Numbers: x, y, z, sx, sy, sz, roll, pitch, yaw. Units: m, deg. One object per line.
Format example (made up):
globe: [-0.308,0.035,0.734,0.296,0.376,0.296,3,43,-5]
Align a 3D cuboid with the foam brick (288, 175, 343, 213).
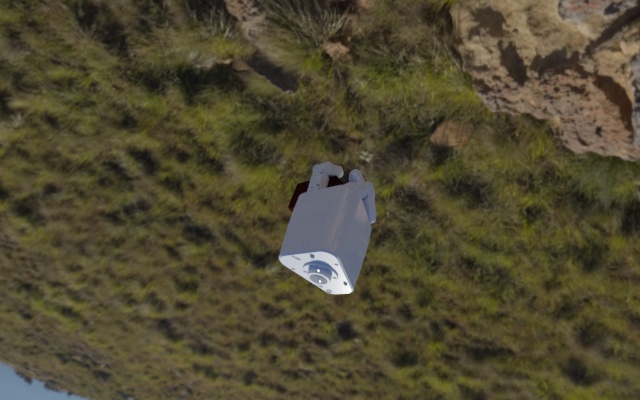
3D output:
foam brick: [0.000,0.002,0.730,0.078,0.051,0.053,-11,-45,35]
